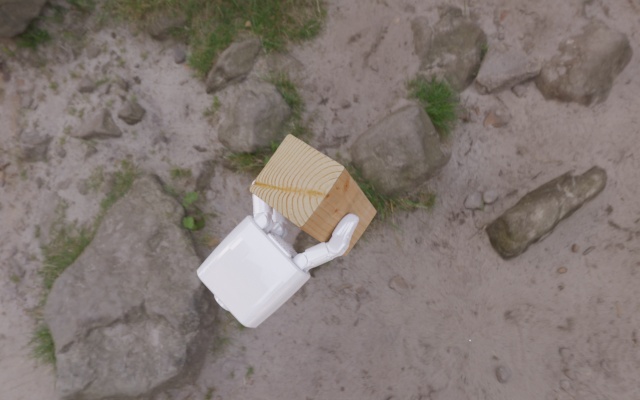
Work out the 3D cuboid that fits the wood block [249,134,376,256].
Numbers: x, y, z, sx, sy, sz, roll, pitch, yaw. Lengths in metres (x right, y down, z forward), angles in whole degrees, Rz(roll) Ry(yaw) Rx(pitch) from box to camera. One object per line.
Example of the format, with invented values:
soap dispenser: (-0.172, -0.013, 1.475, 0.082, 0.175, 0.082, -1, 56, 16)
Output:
wood block: (0.000, 0.003, 0.664, 0.091, 0.090, 0.206, 34, -3, 23)
